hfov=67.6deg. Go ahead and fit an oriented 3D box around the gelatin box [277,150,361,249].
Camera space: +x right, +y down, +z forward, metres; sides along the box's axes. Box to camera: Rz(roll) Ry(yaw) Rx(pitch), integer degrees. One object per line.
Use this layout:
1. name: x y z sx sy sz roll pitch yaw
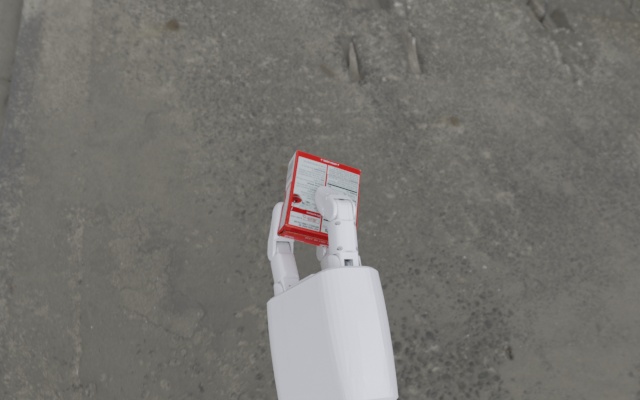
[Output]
1. gelatin box: 0.000 0.001 0.481 0.073 0.089 0.030 16 -29 -16
